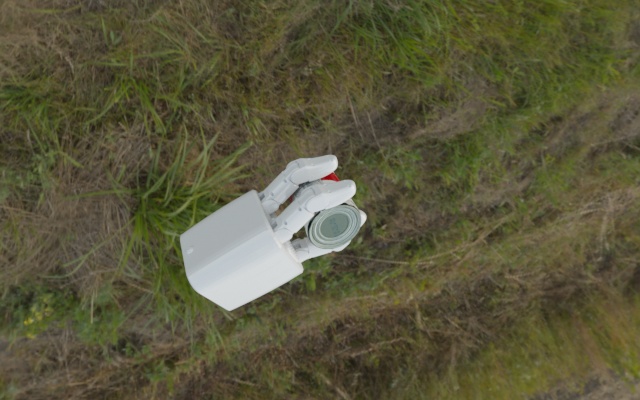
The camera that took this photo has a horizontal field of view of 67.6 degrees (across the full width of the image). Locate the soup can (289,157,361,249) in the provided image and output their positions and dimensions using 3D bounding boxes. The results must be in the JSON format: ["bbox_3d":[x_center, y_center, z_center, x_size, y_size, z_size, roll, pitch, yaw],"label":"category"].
[{"bbox_3d":[0.001,0.002,0.581,0.068,0.068,0.102,0,35,-24],"label":"soup can"}]
